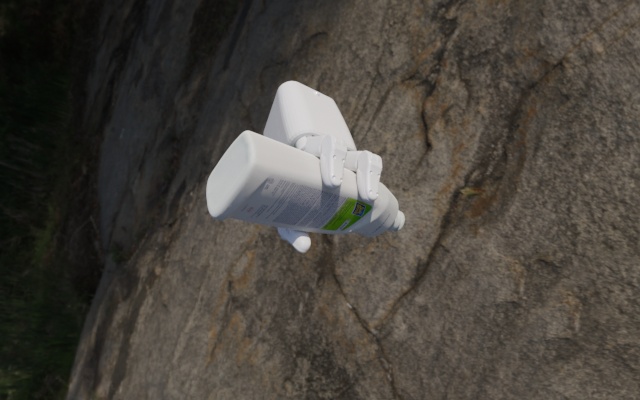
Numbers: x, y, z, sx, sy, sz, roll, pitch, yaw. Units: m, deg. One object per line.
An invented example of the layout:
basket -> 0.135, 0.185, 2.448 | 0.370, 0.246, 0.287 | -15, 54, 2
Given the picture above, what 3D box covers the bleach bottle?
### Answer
bleach bottle -> 0.000, 0.002, 0.572 | 0.251, 0.068, 0.103 | 18, -50, -35
